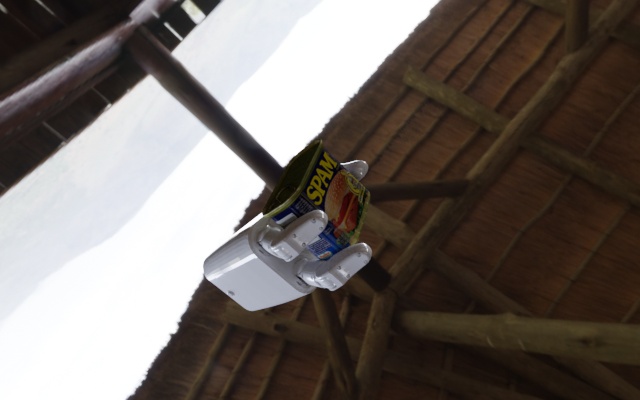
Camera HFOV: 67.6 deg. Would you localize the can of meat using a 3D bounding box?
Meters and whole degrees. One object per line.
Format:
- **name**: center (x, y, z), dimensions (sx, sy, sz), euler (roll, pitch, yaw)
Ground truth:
- **can of meat**: center (0.000, 0.002, 0.489), dimensions (0.084, 0.102, 0.057), euler (43, -48, -19)
